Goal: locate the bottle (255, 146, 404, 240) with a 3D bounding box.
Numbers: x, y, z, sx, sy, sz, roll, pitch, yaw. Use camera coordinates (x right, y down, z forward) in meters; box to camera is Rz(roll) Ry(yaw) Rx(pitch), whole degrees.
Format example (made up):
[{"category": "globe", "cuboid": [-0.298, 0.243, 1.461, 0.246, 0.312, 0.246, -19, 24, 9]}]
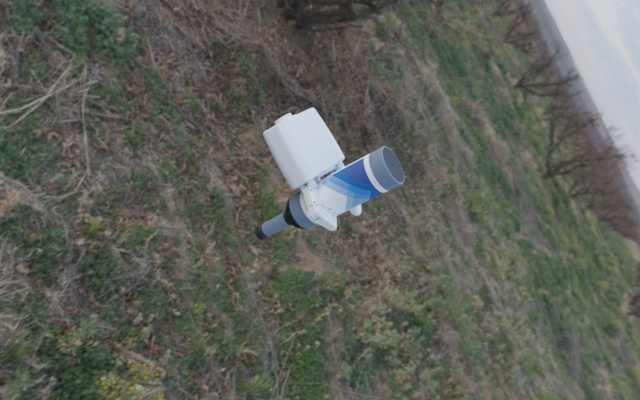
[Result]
[{"category": "bottle", "cuboid": [0.000, 0.003, 0.822, 0.296, 0.069, 0.069, -27, -14, 29]}]
